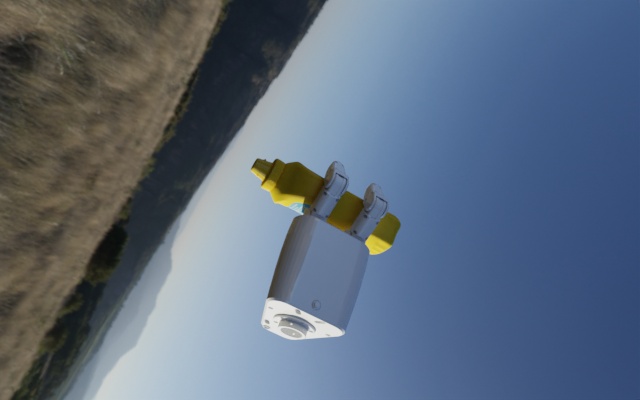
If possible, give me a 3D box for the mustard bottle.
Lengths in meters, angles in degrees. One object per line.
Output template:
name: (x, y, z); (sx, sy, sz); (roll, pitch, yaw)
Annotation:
mustard bottle: (0.000, 0.002, 0.600); (0.191, 0.058, 0.096); (29, -10, -14)
